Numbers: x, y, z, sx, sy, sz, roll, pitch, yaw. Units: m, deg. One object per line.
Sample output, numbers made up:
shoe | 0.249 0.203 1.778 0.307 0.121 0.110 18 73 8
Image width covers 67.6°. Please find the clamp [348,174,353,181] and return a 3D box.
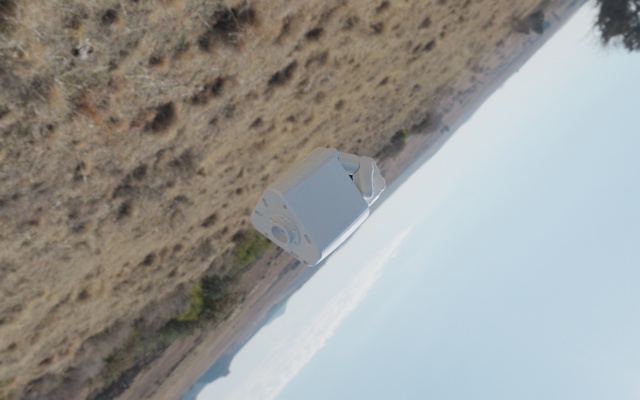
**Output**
clamp | 0.001 0.003 0.714 0.120 0.039 0.171 -41 -7 -39
